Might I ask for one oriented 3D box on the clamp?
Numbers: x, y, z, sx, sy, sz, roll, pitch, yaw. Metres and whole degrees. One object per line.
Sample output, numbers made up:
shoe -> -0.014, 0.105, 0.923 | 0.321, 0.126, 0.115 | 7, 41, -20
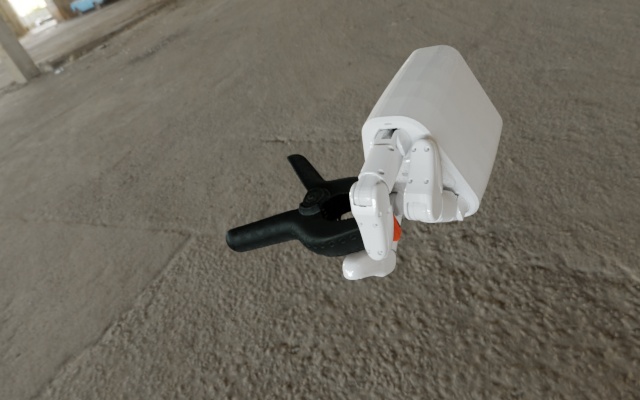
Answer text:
clamp -> 0.000, 0.001, 0.431 | 0.171, 0.120, 0.039 | 3, -34, 36
